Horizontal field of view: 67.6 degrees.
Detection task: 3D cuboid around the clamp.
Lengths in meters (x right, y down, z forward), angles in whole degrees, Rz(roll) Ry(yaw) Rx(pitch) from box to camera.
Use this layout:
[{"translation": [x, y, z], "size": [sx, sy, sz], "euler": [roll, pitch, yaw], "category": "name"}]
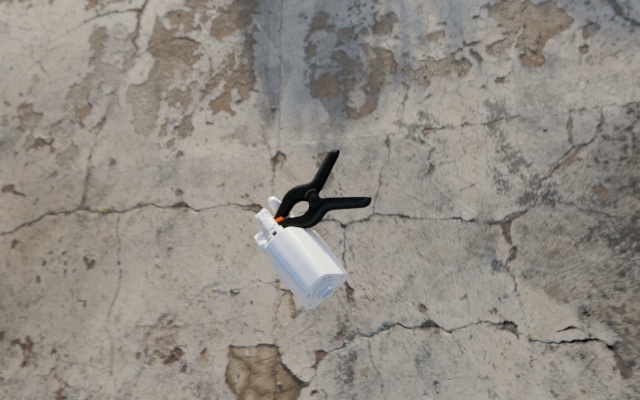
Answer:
[{"translation": [0.000, 0.003, 0.828], "size": [0.171, 0.120, 0.039], "euler": [-41, -25, 0], "category": "clamp"}]
